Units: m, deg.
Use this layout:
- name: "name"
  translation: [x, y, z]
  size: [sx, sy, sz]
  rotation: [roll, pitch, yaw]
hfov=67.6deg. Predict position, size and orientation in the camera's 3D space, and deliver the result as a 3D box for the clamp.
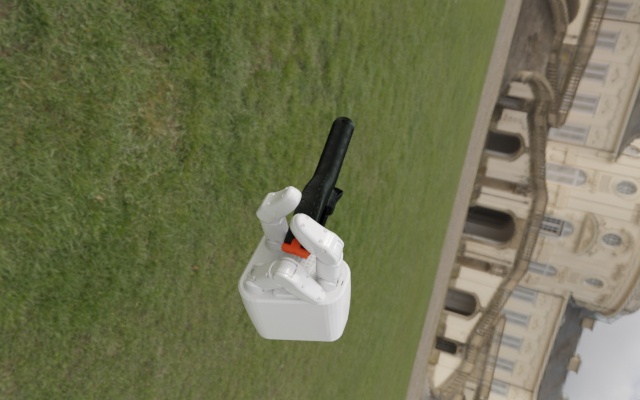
- name: "clamp"
  translation: [0.001, 0.002, 0.529]
  size: [0.039, 0.171, 0.120]
  rotation: [14, -37, 15]
